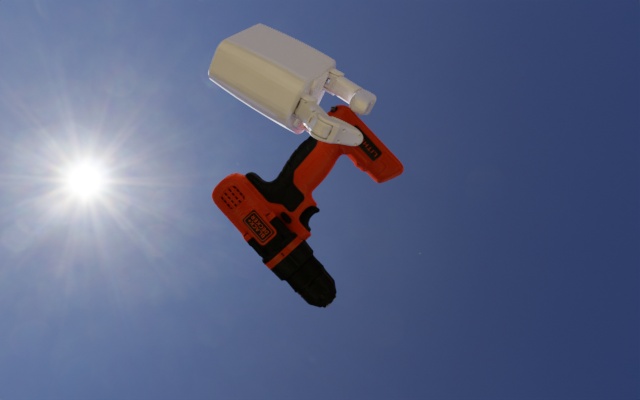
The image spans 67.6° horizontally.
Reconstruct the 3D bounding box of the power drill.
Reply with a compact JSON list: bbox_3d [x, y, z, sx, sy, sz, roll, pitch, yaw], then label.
[{"bbox_3d":[0.000,0.001,0.535,0.187,0.184,0.057,-42,2,0],"label":"power drill"}]
